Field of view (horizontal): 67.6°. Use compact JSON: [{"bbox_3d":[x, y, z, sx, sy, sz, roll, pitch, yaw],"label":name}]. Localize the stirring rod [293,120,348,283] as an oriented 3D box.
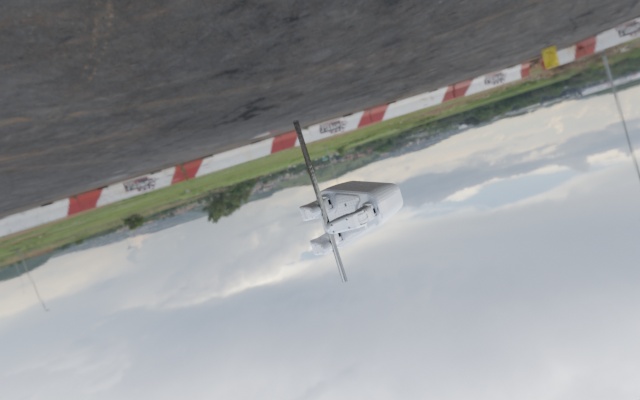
[{"bbox_3d":[0.000,0.002,0.679,0.011,0.239,0.011,-17,5,1],"label":"stirring rod"}]
